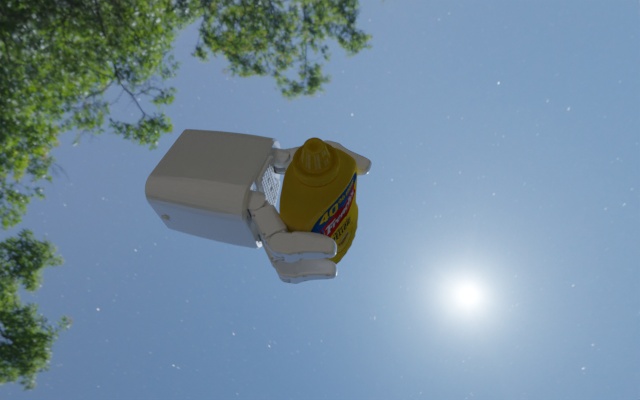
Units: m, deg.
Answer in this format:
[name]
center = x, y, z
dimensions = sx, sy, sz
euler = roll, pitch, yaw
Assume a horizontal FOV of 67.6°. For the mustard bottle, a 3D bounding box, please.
[mustard bottle]
center = 0.000, 0.002, 0.475
dimensions = 0.058, 0.096, 0.192
euler = 32, -23, 20
